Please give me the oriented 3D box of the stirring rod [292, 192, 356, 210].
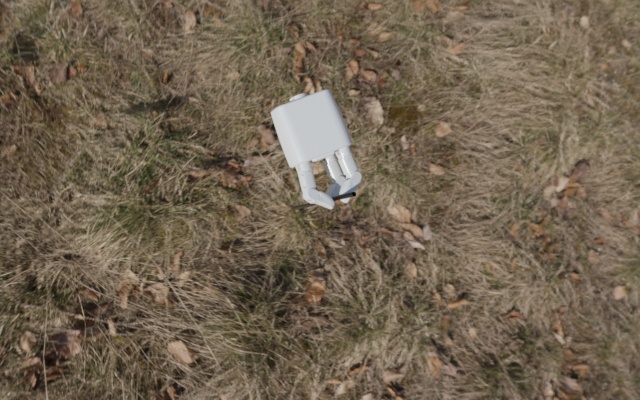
[{"bbox_3d":[0.000,0.003,0.892,0.011,0.011,0.239,0,-6,-28],"label":"stirring rod"}]
